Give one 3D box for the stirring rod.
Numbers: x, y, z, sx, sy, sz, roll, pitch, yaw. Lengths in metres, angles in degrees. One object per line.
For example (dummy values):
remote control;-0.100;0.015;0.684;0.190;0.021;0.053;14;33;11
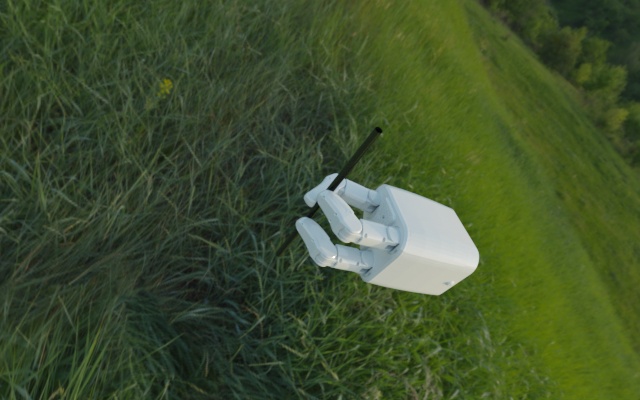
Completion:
stirring rod;0.000;0.002;0.525;0.011;0.011;0.240;0;-34;-32
